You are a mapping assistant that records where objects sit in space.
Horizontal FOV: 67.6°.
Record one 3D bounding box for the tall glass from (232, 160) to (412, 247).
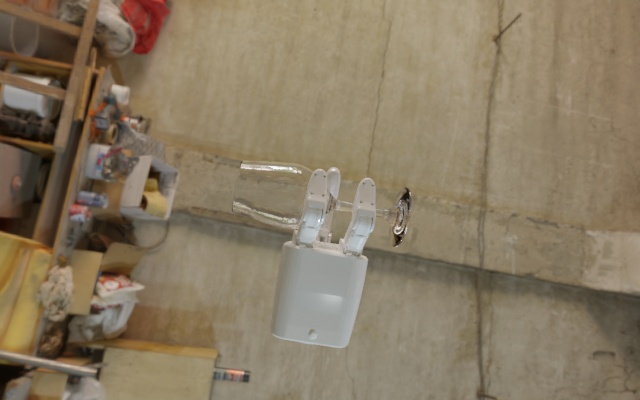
[{"bbox_3d":[0.001,0.002,0.566,0.201,0.079,0.079,11,-2,-7],"label":"tall glass"}]
